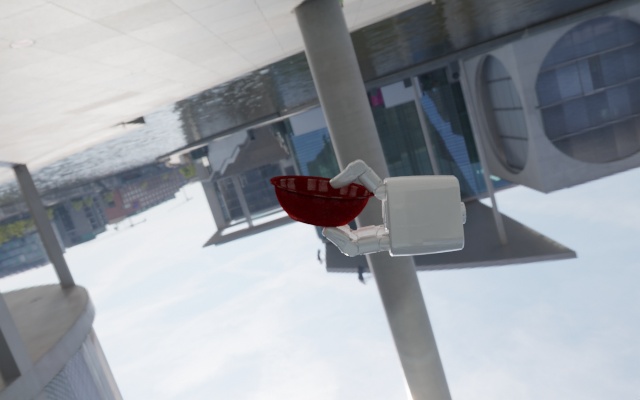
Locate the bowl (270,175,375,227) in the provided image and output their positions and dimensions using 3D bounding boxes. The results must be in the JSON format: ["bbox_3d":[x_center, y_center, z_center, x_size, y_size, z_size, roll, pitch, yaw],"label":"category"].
[{"bbox_3d":[-0.001,0.003,0.732,0.162,0.055,0.162,7,12,-2],"label":"bowl"}]
